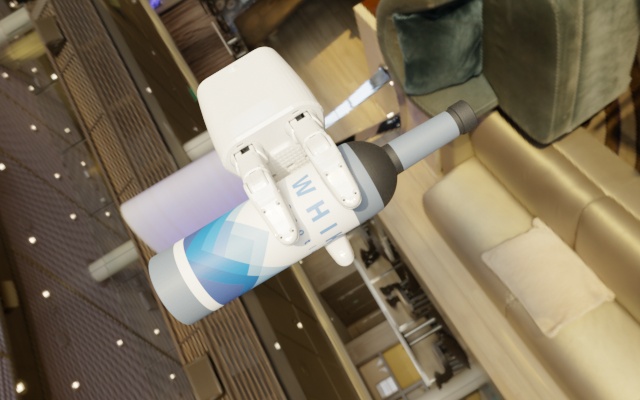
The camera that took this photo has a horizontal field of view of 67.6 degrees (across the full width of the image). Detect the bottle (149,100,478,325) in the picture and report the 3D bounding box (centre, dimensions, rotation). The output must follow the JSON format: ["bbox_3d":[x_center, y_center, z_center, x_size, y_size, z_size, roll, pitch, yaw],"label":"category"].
[{"bbox_3d":[0.000,0.002,0.407,0.296,0.069,0.069,-31,0,0],"label":"bottle"}]
